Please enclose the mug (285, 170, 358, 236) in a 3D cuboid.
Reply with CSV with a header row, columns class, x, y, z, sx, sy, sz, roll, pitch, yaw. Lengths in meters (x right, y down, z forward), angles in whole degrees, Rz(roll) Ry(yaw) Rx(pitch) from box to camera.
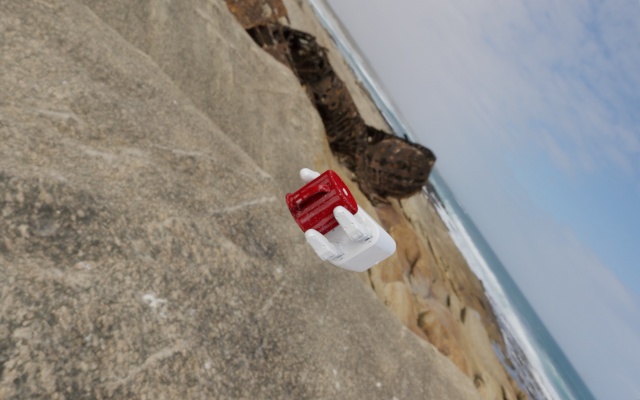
class,x,y,z,sx,sy,sz,roll,pitch,yaw
mug,0.000,0.002,0.733,0.081,0.093,0.117,-34,-27,13
